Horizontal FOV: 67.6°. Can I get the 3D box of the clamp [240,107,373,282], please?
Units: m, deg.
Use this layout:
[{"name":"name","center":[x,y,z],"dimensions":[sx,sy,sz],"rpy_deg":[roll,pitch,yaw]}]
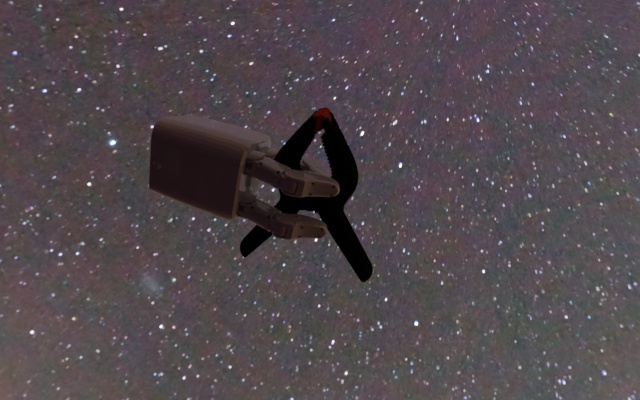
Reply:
[{"name":"clamp","center":[0.000,0.001,0.541],"dimensions":[0.164,0.210,0.036],"rpy_deg":[16,31,2]}]
